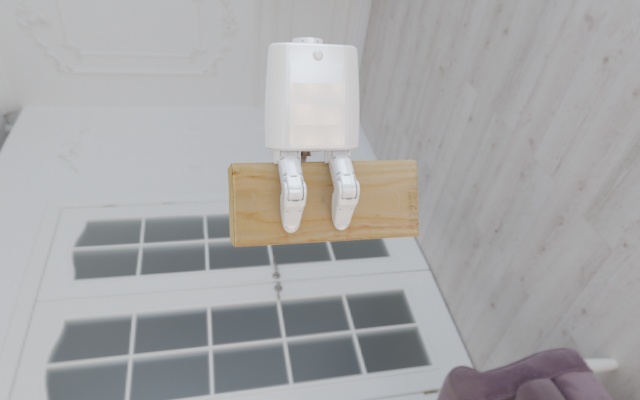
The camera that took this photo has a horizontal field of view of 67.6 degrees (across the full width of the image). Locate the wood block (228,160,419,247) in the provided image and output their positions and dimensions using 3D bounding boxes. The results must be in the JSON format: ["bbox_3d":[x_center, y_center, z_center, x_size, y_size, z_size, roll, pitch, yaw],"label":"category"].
[{"bbox_3d":[0.000,0.001,0.556,0.206,0.090,0.091,-2,0,-14],"label":"wood block"}]
